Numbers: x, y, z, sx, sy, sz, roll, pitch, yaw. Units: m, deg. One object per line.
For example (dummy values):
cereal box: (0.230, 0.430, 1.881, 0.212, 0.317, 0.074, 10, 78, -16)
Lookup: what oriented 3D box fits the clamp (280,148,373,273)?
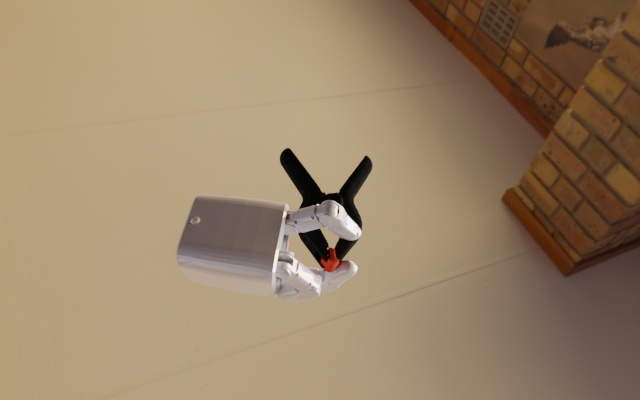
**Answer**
clamp: (0.000, 0.002, 0.581, 0.120, 0.171, 0.039, 8, -38, 1)
